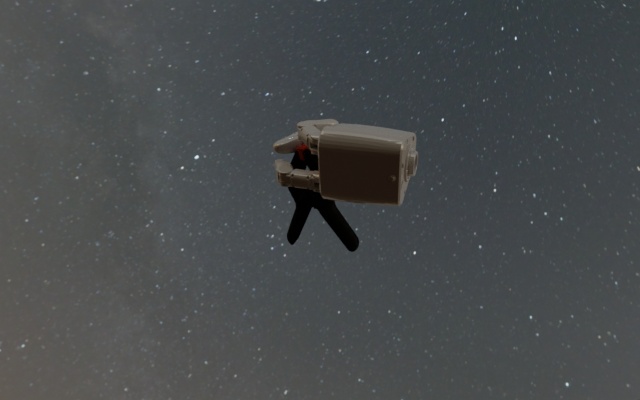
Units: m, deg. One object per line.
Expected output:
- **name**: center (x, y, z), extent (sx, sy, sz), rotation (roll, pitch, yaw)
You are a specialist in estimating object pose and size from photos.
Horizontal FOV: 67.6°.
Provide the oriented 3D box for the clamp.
- **clamp**: center (0.000, 0.002, 0.697), extent (0.120, 0.172, 0.039), rotation (9, 32, 19)
